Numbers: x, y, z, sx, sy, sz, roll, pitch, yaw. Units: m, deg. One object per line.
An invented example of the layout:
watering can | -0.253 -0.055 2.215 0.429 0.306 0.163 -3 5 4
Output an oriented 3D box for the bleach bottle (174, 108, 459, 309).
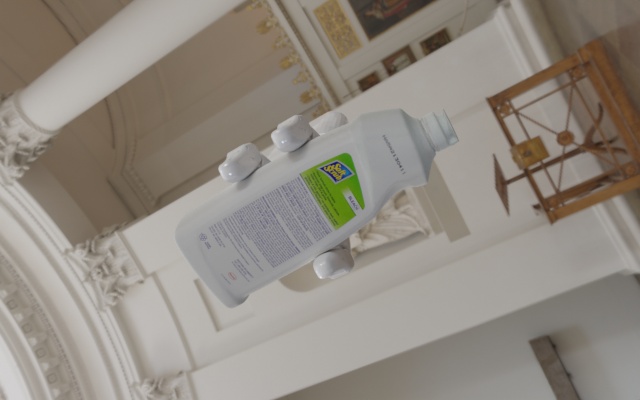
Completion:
bleach bottle | 0.000 0.001 0.414 0.251 0.102 0.068 -27 20 18
